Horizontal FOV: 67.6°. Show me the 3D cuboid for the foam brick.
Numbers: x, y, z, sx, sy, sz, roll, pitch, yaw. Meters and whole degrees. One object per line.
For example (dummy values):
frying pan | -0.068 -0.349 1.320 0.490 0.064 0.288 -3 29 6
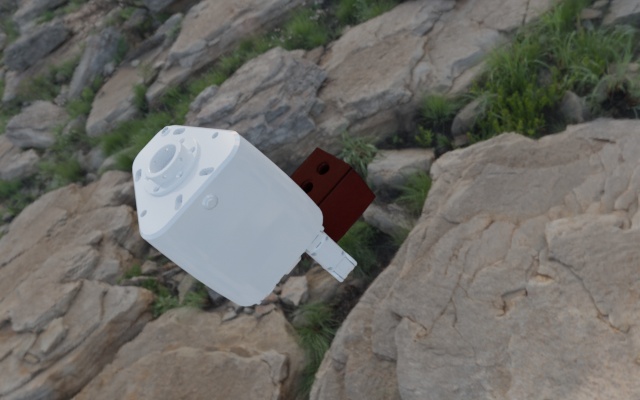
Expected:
foam brick | 0.000 0.001 0.432 0.053 0.078 0.051 35 -9 46
